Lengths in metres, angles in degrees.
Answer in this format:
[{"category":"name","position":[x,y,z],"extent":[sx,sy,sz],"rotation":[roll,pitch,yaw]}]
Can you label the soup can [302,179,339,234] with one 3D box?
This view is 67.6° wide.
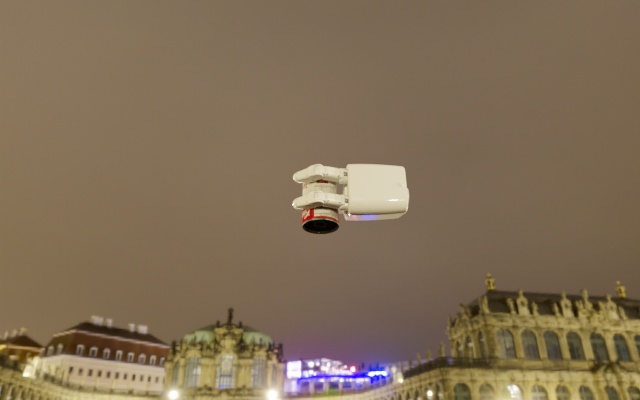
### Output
[{"category":"soup can","position":[0.000,0.003,0.890],"extent":[0.068,0.102,0.068],"rotation":[0,-26,0]}]
